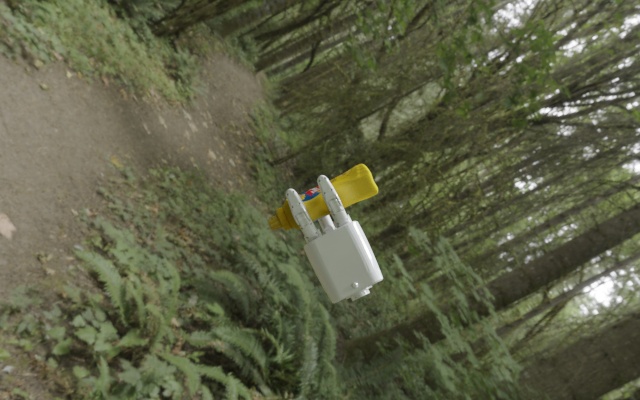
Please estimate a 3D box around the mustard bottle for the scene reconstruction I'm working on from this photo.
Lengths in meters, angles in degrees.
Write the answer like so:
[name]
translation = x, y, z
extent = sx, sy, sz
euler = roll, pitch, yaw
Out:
[mustard bottle]
translation = 0.000, 0.002, 0.820
extent = 0.191, 0.058, 0.096
euler = -26, 11, 1
